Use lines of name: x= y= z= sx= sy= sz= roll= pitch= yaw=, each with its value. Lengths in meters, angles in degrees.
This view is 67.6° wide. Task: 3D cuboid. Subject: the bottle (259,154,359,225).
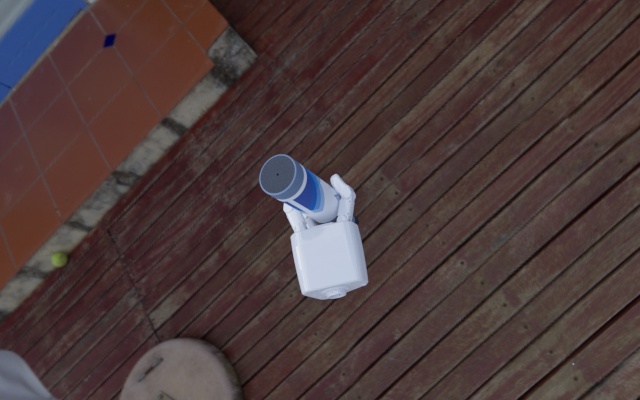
bottle: x=0.000 y=0.003 z=0.852 sx=0.069 sy=0.069 sz=0.296 roll=0 pitch=-17 yaw=28
